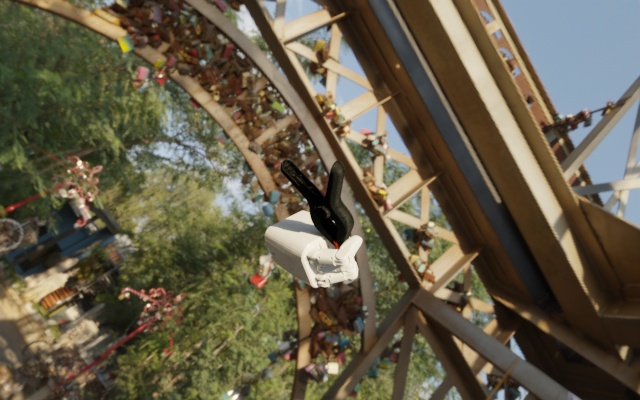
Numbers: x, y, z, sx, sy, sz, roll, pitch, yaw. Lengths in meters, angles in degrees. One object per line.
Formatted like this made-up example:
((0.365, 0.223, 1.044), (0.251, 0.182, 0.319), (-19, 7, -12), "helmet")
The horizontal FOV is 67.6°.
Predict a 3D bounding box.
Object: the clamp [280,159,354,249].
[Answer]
((0.001, 0.002, 0.765), (0.120, 0.172, 0.039), (18, 44, 39), "clamp")
